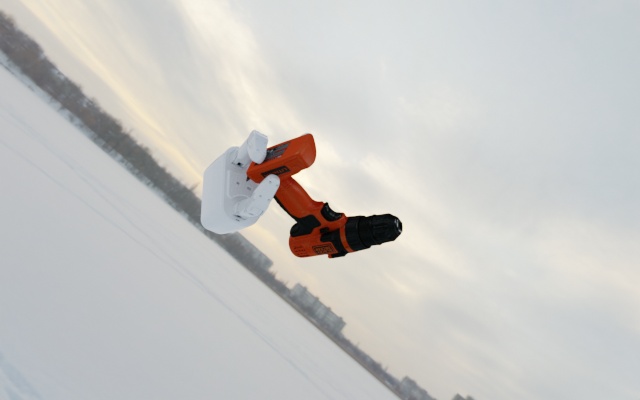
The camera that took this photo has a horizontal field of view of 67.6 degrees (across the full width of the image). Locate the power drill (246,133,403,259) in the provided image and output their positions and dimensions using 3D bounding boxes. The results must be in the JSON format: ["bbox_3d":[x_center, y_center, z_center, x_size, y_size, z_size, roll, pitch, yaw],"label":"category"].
[{"bbox_3d":[0.000,0.002,0.660,0.184,0.188,0.057,-15,32,32],"label":"power drill"}]
